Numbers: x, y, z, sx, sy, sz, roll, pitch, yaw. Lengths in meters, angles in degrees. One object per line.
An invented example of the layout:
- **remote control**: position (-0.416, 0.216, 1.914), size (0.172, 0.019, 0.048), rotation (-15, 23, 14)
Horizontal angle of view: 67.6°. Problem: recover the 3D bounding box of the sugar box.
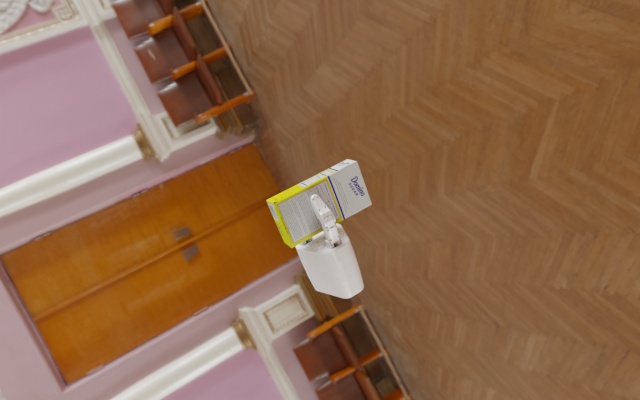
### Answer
- **sugar box**: position (0.000, 0.003, 0.872), size (0.176, 0.093, 0.048), rotation (-28, 21, -19)
